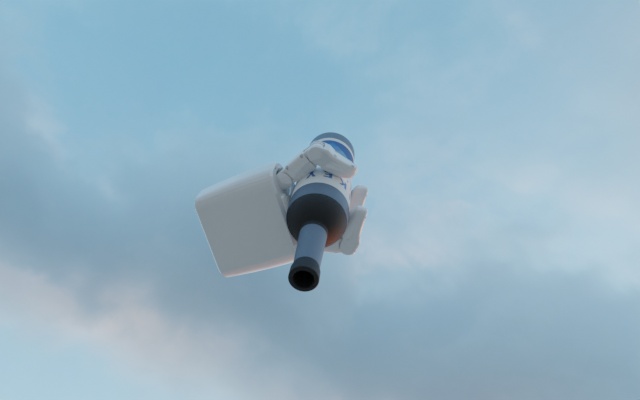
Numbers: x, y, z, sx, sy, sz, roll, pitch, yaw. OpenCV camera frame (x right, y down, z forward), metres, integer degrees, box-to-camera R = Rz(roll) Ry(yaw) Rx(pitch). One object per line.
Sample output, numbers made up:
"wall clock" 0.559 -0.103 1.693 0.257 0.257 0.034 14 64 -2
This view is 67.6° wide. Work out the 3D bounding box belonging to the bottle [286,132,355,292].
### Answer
"bottle" 0.000 0.002 0.543 0.069 0.069 0.295 0 27 7
